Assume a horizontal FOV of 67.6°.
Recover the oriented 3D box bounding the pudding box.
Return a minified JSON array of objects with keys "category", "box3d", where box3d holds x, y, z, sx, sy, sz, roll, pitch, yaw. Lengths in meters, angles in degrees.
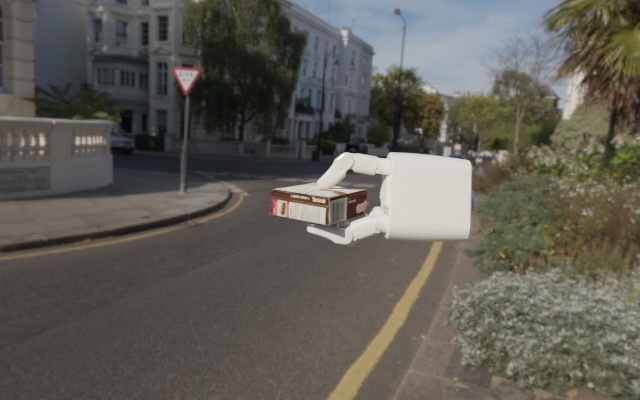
[{"category":"pudding box","box3d":[0.000,0.002,0.642,0.090,0.039,0.113,8,9,29]}]
